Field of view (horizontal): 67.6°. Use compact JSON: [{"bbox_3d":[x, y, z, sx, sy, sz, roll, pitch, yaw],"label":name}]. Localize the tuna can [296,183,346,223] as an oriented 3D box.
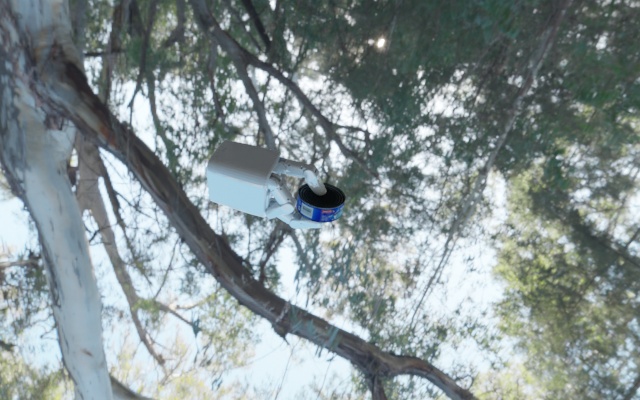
[{"bbox_3d":[0.000,0.003,0.857,0.086,0.034,0.086,7,33,-5],"label":"tuna can"}]
